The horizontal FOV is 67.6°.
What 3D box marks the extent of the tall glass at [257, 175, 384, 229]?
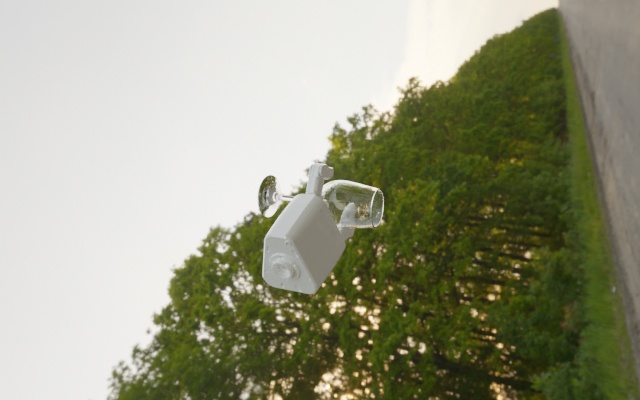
[{"bbox_3d":[0.000,0.002,0.788,0.201,0.079,0.079,6,2,25],"label":"tall glass"}]
